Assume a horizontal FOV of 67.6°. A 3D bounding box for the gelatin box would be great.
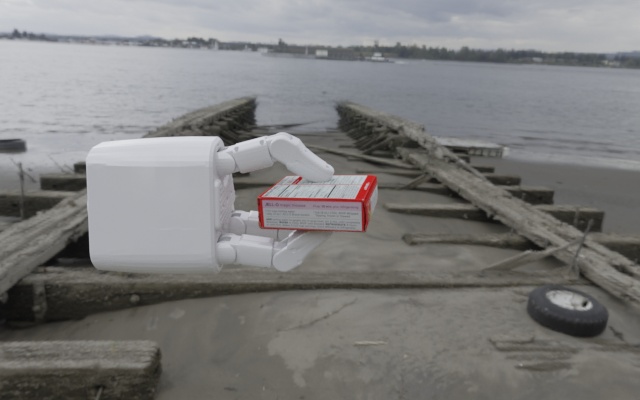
[{"bbox_3d":[0.000,0.001,0.404,0.089,0.030,0.073,0,17,14],"label":"gelatin box"}]
